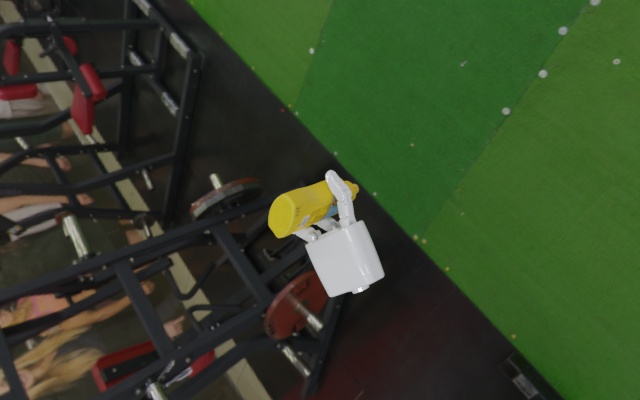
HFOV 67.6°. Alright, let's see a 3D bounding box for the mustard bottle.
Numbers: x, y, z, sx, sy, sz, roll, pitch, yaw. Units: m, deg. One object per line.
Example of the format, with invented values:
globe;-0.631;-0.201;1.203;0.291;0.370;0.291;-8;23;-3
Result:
mustard bottle;0.000;0.003;0.868;0.191;0.058;0.096;-20;-29;-39
